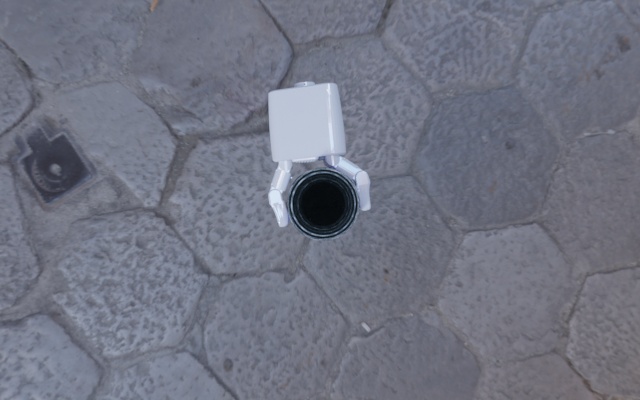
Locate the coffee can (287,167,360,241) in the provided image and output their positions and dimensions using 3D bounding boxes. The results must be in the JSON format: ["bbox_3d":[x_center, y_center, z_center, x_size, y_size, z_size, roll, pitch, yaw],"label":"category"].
[{"bbox_3d":[0.000,0.003,0.731,0.103,0.103,0.140,0,2,-3],"label":"coffee can"}]
